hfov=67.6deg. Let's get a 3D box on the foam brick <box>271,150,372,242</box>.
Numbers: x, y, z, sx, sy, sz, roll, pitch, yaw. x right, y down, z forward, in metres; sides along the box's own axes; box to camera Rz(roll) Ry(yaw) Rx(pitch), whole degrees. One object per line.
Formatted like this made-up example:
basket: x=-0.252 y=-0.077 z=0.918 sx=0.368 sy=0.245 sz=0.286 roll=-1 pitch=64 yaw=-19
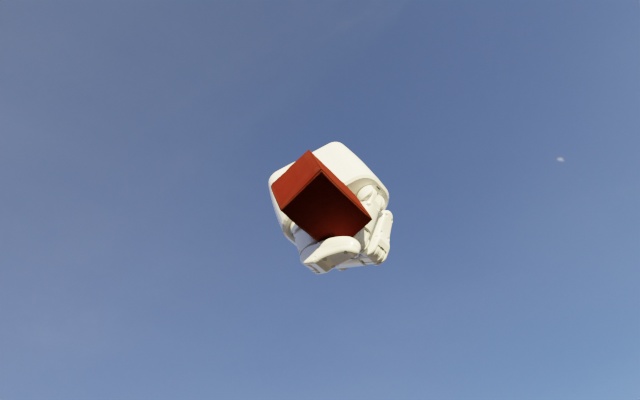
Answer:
foam brick: x=0.000 y=0.001 z=0.449 sx=0.078 sy=0.053 sz=0.051 roll=43 pitch=10 yaw=-32
